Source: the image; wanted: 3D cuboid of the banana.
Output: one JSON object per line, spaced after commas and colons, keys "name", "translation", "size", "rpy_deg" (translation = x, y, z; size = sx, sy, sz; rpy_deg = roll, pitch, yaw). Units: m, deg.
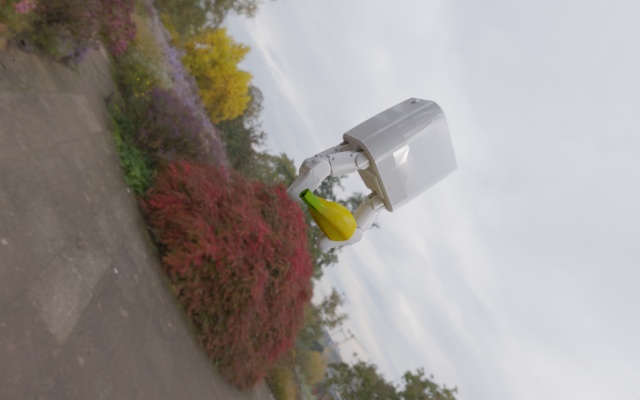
{"name": "banana", "translation": [0.011, 0.017, 0.555], "size": [0.037, 0.069, 0.198], "rpy_deg": [-35, -2, -3]}
